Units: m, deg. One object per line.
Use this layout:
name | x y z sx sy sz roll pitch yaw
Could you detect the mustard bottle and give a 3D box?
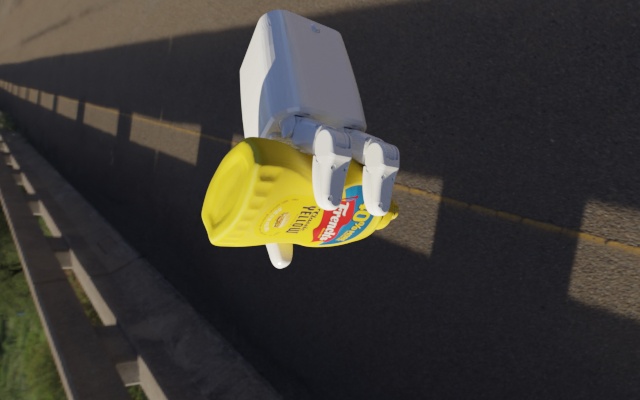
mustard bottle | 0.000 0.002 0.425 0.191 0.096 0.058 6 41 -40
